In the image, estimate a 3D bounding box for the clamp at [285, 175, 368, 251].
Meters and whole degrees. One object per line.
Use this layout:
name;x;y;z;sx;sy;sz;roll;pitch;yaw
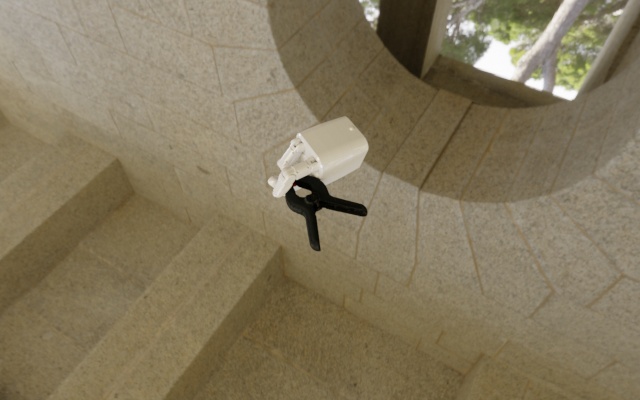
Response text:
clamp;0.000;0.003;0.865;0.120;0.171;0.039;-25;-32;-17
